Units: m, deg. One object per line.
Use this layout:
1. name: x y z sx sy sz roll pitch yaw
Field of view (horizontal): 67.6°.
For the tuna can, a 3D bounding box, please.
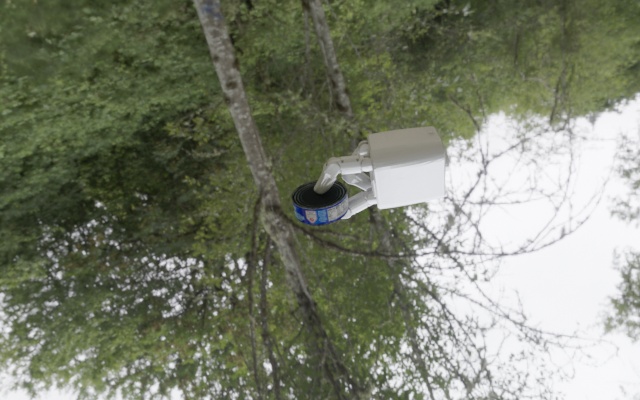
1. tuna can: 0.000 0.003 0.735 0.086 0.034 0.086 -7 31 4
